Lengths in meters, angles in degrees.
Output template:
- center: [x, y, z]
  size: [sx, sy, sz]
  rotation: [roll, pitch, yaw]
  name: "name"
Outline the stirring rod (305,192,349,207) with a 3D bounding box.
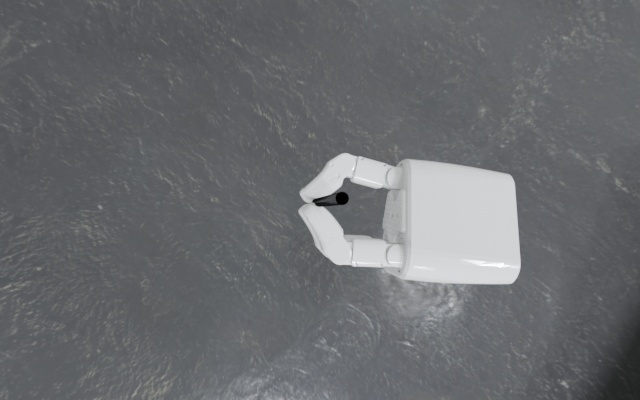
- center: [0.000, 0.001, 0.402]
  size: [0.011, 0.011, 0.239]
  rotation: [0, -1, -6]
  name: "stirring rod"
